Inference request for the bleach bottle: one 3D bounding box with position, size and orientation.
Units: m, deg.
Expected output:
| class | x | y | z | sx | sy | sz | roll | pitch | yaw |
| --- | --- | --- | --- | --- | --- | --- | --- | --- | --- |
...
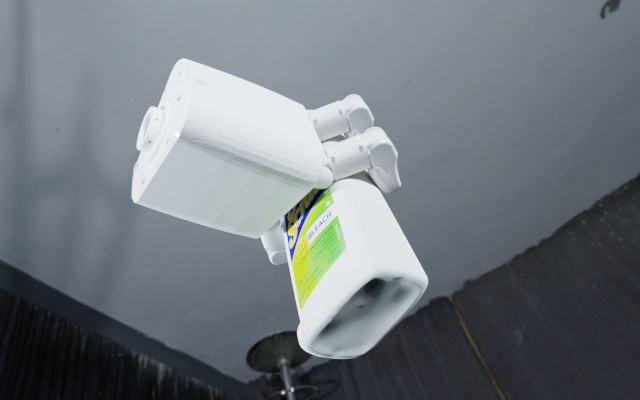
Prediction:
| class | x | y | z | sx | sy | sz | roll | pitch | yaw |
| --- | --- | --- | --- | --- | --- | --- | --- | --- | --- |
| bleach bottle | 0.000 | 0.001 | 0.418 | 0.068 | 0.103 | 0.250 | 18 | 31 | -31 |
